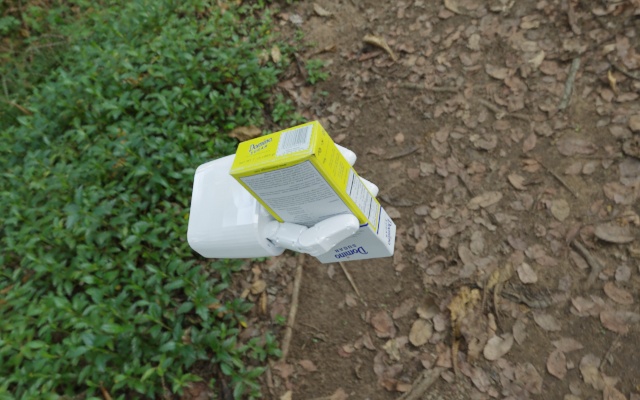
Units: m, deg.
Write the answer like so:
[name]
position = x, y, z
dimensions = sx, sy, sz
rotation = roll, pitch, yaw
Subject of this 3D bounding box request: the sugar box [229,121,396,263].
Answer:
[sugar box]
position = 0.000, 0.001, 0.486
dimensions = 0.093, 0.048, 0.176
rotation = -10, -37, 30
